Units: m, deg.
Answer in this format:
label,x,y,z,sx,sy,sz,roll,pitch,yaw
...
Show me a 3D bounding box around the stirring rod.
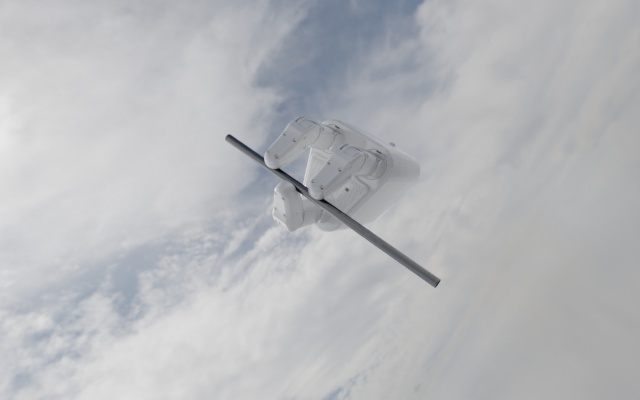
label,x,y,z,sx,sy,sz,roll,pitch,yaw
stirring rod,0.000,0.001,0.415,0.239,0.011,0.011,35,16,24
